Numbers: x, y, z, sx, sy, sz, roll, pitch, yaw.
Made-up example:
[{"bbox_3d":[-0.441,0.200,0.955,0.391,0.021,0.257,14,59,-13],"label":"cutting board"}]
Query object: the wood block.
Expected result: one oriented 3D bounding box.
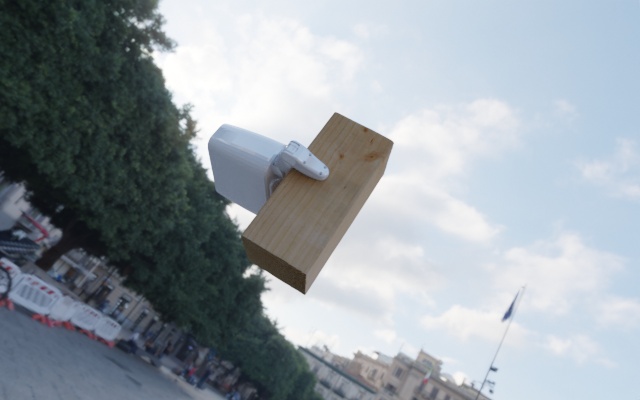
[{"bbox_3d":[0.000,0.002,0.606,0.090,0.206,0.091,30,-23,12],"label":"wood block"}]
